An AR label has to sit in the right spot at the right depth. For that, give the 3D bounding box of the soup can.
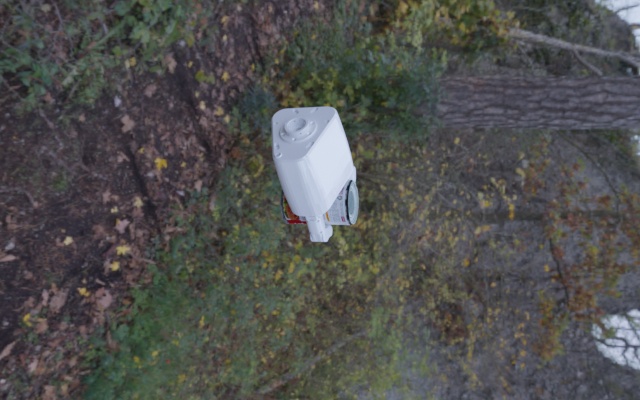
[{"bbox_3d":[0.000,0.003,0.714,0.102,0.068,0.068,0,0,17],"label":"soup can"}]
